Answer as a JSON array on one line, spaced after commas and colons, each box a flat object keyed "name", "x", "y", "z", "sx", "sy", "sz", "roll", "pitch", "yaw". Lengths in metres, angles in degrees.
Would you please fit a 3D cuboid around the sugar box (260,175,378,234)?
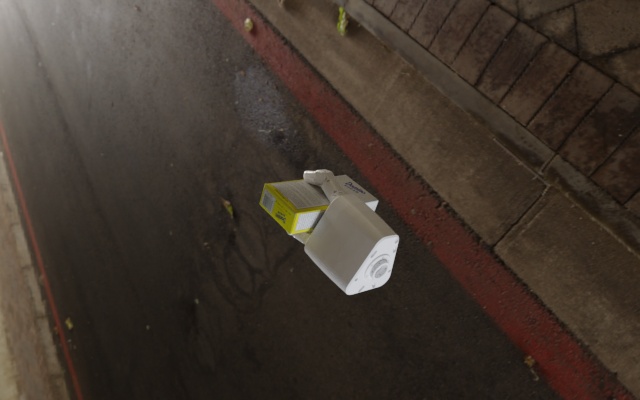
[{"name": "sugar box", "x": 0.000, "y": 0.003, "z": 0.780, "sx": 0.176, "sy": 0.048, "sz": 0.093, "roll": -5, "pitch": 34, "yaw": -40}]
